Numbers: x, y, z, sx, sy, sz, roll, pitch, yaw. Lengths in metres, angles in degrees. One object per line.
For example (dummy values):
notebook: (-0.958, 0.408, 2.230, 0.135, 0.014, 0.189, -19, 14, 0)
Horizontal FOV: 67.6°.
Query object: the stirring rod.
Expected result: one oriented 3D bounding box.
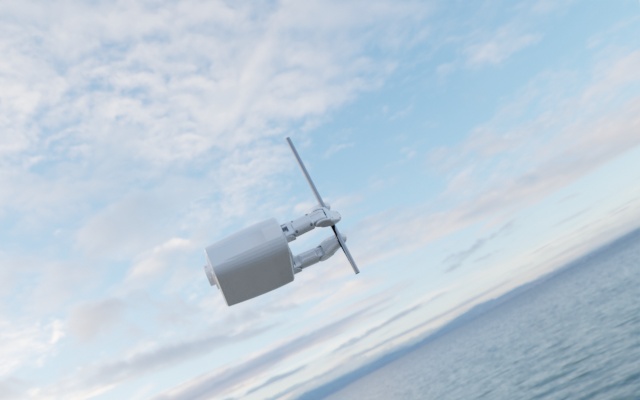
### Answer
stirring rod: (0.000, 0.002, 0.713, 0.011, 0.239, 0.011, -24, -20, -9)
